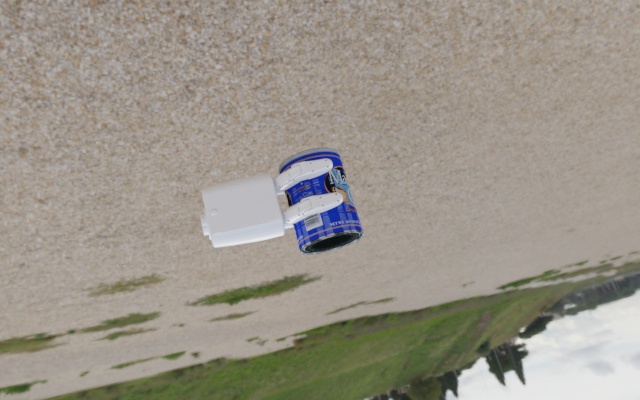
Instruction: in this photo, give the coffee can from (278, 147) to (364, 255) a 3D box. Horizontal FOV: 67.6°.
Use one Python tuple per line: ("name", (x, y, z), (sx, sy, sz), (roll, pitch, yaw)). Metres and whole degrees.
("coffee can", (0.000, 0.002, 0.749), (0.103, 0.140, 0.103), (-15, -18, -5))
